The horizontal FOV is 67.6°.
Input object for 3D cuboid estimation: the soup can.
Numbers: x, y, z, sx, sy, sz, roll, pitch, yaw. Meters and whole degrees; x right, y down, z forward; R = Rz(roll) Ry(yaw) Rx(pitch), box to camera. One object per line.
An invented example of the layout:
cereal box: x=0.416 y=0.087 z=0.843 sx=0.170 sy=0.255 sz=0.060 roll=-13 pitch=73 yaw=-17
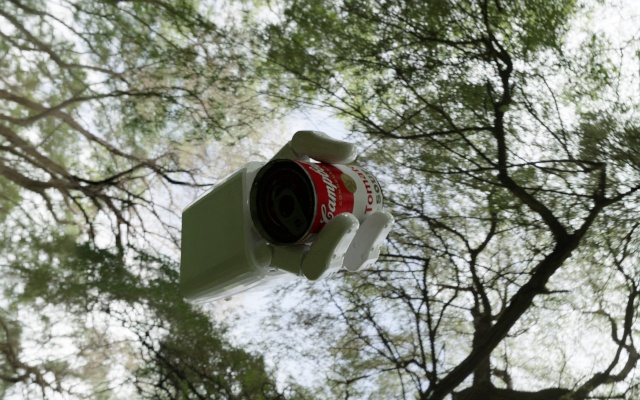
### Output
soup can: x=0.001 y=0.001 z=0.404 sx=0.068 sy=0.068 sz=0.102 roll=0 pitch=0 yaw=37
